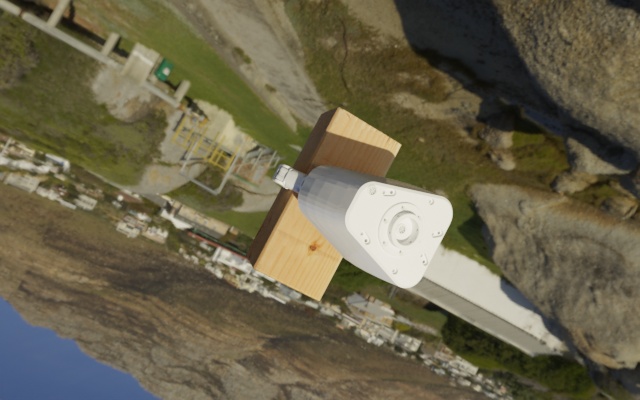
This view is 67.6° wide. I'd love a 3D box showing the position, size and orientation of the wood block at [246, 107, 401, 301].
[{"bbox_3d":[0.000,0.002,0.584,0.091,0.206,0.090,29,-3,-15],"label":"wood block"}]
